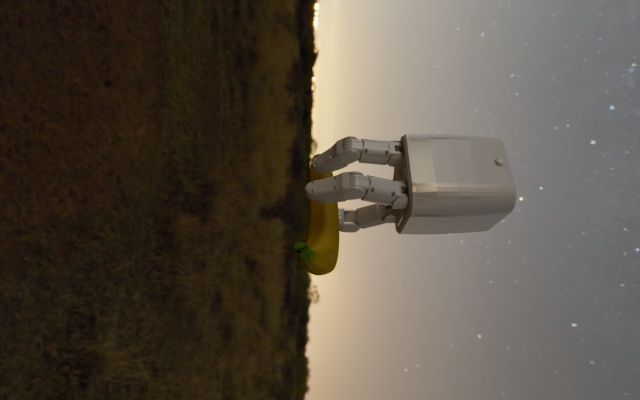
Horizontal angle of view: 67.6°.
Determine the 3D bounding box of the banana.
[{"bbox_3d":[0.001,0.019,0.509,0.037,0.070,0.197,-2,30,4],"label":"banana"}]
